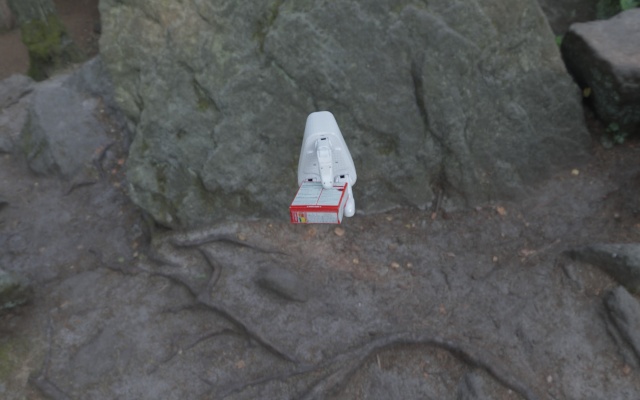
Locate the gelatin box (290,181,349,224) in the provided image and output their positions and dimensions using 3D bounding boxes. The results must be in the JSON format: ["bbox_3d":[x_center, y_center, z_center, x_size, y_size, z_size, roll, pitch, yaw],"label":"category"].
[{"bbox_3d":[0.000,0.002,0.714,0.073,0.030,0.089,1,28,12],"label":"gelatin box"}]
